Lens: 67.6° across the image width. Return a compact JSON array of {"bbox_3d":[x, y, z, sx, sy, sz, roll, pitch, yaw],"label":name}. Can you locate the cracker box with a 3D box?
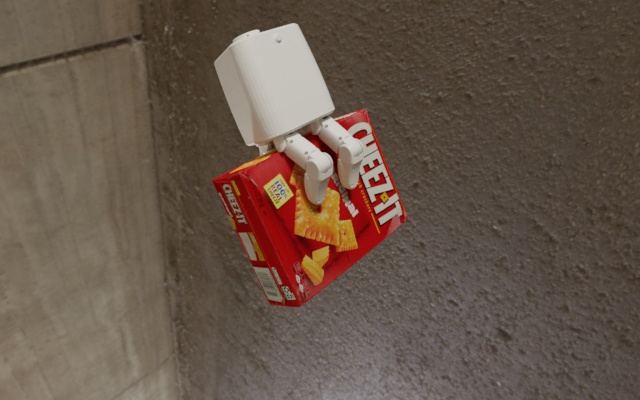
[{"bbox_3d":[0.000,0.002,0.580,0.213,0.164,0.072,-32,16,-37],"label":"cracker box"}]
